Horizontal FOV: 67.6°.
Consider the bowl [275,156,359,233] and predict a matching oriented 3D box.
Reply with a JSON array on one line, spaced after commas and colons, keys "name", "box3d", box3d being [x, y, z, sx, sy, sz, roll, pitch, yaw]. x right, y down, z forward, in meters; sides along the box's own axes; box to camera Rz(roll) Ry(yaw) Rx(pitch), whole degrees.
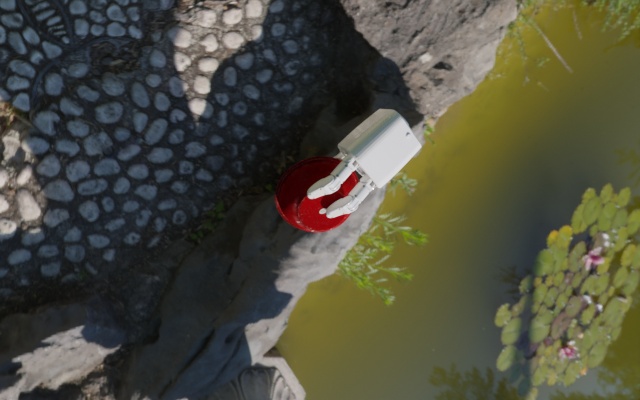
[{"name": "bowl", "box3d": [-0.001, 0.004, 0.871, 0.162, 0.162, 0.055, 0, 32, -13]}]
